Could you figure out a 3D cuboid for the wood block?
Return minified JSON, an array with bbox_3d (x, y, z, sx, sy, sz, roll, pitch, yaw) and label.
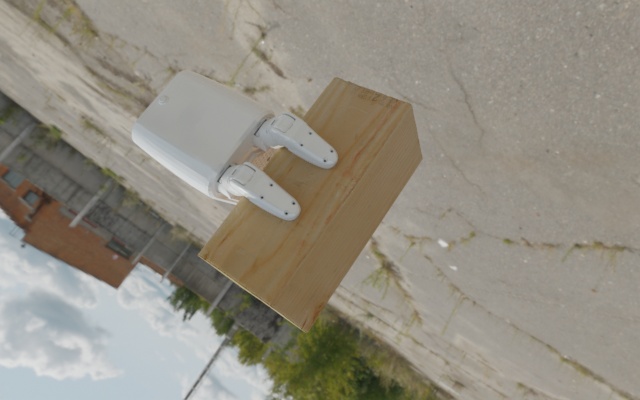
[{"bbox_3d":[0.000,0.002,0.440,0.090,0.206,0.091,28,-16,29],"label":"wood block"}]
